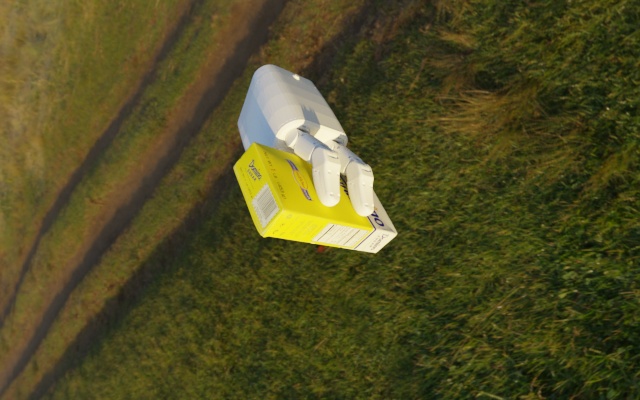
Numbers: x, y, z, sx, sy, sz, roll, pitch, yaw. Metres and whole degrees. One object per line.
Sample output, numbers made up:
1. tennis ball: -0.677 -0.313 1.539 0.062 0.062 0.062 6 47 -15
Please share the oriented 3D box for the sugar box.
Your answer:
1. sugar box: 0.000 0.001 0.514 0.176 0.093 0.048 10 -47 -43
